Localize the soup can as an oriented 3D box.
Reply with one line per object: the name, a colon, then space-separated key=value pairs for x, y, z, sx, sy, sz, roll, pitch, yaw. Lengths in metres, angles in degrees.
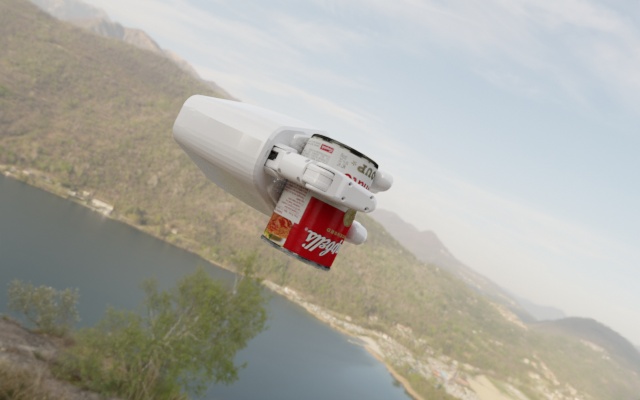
soup can: x=0.001 y=0.001 z=0.419 sx=0.068 sy=0.102 sz=0.068 roll=26 pitch=-1 yaw=1
